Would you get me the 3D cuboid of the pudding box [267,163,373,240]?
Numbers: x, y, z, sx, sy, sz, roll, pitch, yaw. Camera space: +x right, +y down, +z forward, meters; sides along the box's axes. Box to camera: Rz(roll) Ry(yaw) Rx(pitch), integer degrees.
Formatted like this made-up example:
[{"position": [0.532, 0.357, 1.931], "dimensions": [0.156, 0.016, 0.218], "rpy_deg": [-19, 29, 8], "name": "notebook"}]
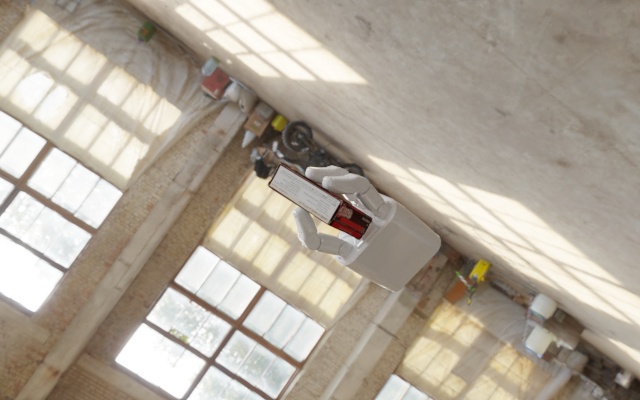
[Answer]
[{"position": [0.000, 0.002, 0.609], "dimensions": [0.113, 0.039, 0.090], "rpy_deg": [30, -1, 33], "name": "pudding box"}]
